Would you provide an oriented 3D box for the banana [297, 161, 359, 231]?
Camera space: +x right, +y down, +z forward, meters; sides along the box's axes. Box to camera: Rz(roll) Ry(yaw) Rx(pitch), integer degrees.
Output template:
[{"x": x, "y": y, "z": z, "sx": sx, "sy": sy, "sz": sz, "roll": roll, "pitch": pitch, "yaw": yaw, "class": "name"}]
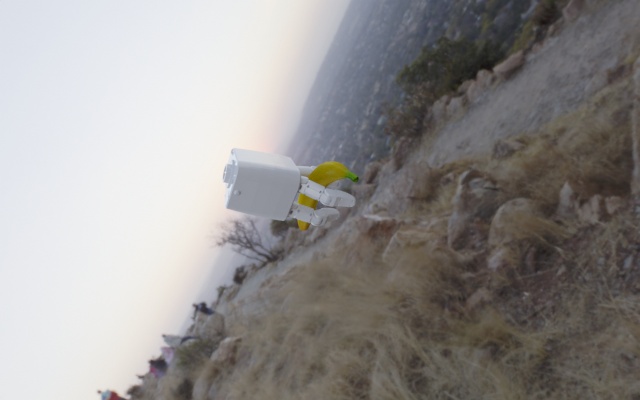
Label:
[{"x": -0.004, "y": -0.015, "z": 0.854, "sx": 0.037, "sy": 0.069, "sz": 0.198, "roll": -6, "pitch": -25, "yaw": -33, "class": "banana"}]
